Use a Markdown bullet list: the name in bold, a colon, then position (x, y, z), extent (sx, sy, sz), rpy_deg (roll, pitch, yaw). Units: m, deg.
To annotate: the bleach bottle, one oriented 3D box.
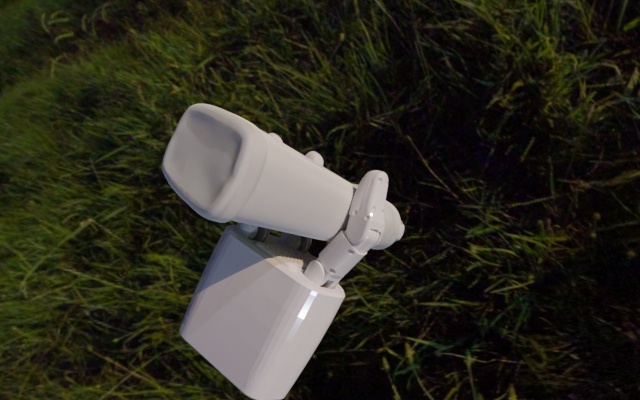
- **bleach bottle**: position (0.000, 0.001, 0.406), extent (0.251, 0.068, 0.102), rpy_deg (22, 8, -46)
